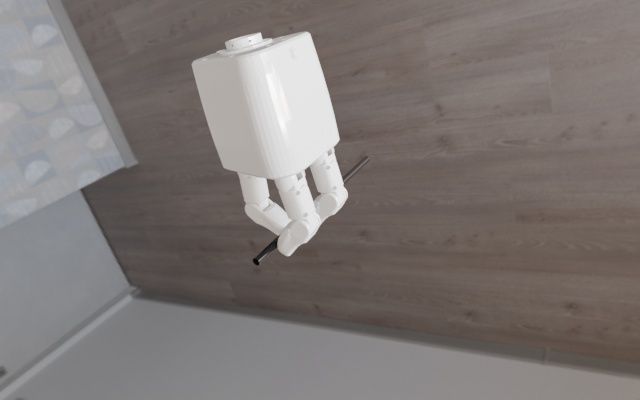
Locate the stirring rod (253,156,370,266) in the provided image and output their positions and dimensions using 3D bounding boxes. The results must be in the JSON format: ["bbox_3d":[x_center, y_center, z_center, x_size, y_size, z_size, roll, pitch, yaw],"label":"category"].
[{"bbox_3d":[0.000,0.002,0.535,0.011,0.011,0.239,0,28,35],"label":"stirring rod"}]
